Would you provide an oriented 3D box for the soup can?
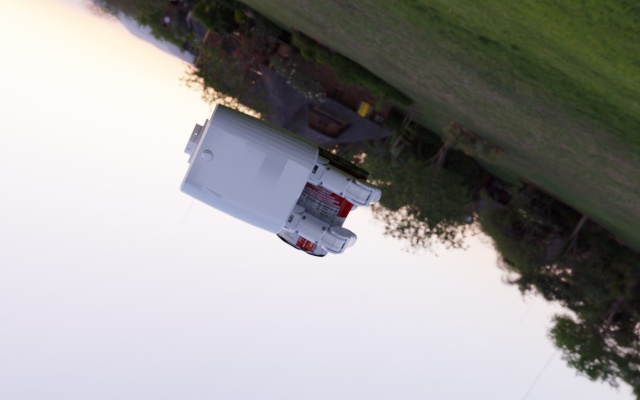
[{"bbox_3d":[0.000,0.002,0.518,0.068,0.102,0.068,26,10,-5],"label":"soup can"}]
